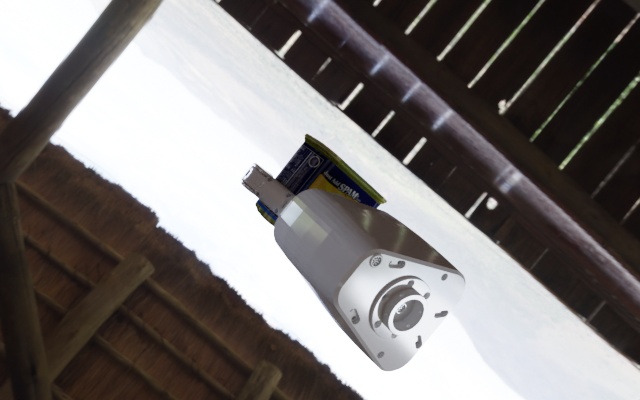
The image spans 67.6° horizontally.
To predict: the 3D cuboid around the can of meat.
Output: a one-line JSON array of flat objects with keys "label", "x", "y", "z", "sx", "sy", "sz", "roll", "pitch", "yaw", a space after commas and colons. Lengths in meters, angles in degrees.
[{"label": "can of meat", "x": 0.000, "y": 0.002, "z": 0.453, "sx": 0.102, "sy": 0.084, "sz": 0.057, "roll": 38, "pitch": 1, "yaw": -38}]
